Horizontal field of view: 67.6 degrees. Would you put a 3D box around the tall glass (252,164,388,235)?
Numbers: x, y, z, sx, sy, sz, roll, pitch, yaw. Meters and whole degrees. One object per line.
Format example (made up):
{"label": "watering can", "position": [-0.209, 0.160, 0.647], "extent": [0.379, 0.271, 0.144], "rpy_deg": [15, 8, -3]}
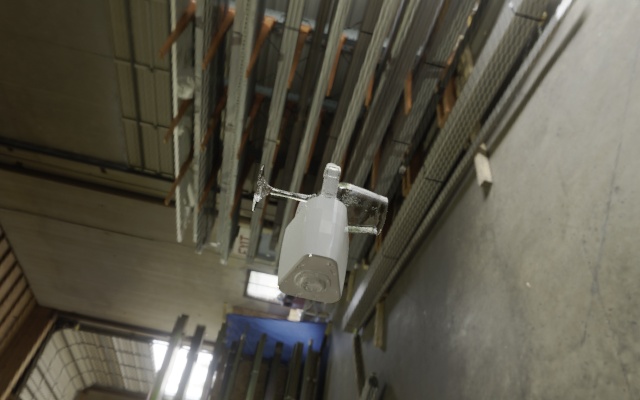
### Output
{"label": "tall glass", "position": [-0.001, 0.002, 0.745], "extent": [0.201, 0.079, 0.079], "rpy_deg": [13, -1, -4]}
